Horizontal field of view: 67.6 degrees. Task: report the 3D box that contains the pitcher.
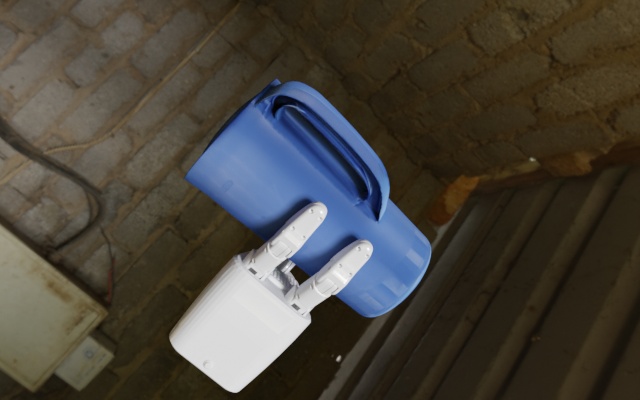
[{"bbox_3d":[0.000,0.002,0.480,0.243,0.145,0.149,42,4,-10],"label":"pitcher"}]
